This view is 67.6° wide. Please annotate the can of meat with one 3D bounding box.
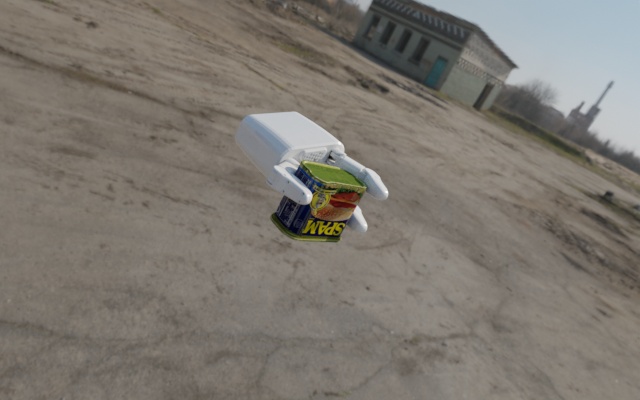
[{"bbox_3d":[0.000,0.002,0.600,0.102,0.084,0.057,7,28,-45],"label":"can of meat"}]
